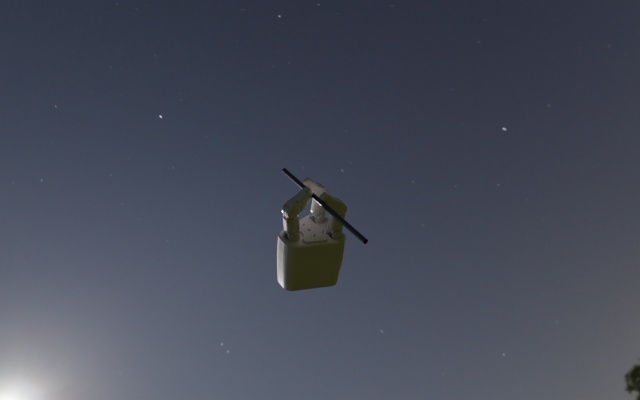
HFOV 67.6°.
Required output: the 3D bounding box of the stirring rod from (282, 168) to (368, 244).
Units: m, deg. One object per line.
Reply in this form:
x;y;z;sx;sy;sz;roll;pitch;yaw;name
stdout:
0.000;0.003;0.774;0.011;0.011;0.239;0;28;-38;stirring rod
